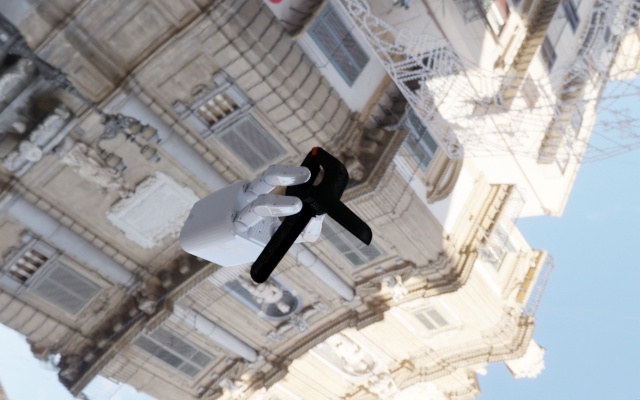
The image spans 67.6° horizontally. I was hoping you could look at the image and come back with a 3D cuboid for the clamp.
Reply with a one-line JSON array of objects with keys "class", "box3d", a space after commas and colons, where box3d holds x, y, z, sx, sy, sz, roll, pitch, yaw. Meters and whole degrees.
[{"class": "clamp", "box3d": [0.000, 0.002, 0.608, 0.164, 0.209, 0.036, -17, -50, 30]}]
